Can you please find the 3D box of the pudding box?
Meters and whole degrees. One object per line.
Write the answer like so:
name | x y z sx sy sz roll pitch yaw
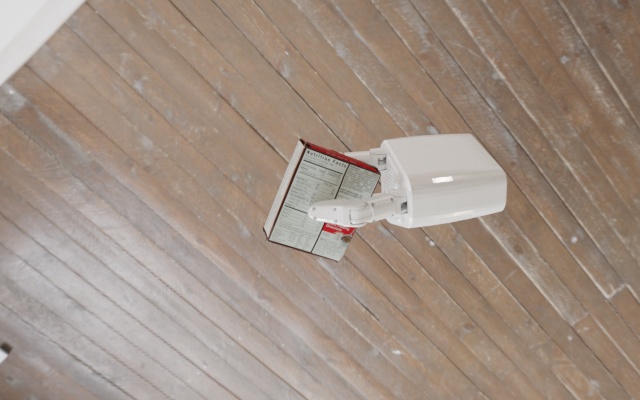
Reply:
pudding box | 0.000 0.002 0.508 0.090 0.113 0.039 19 13 -17
